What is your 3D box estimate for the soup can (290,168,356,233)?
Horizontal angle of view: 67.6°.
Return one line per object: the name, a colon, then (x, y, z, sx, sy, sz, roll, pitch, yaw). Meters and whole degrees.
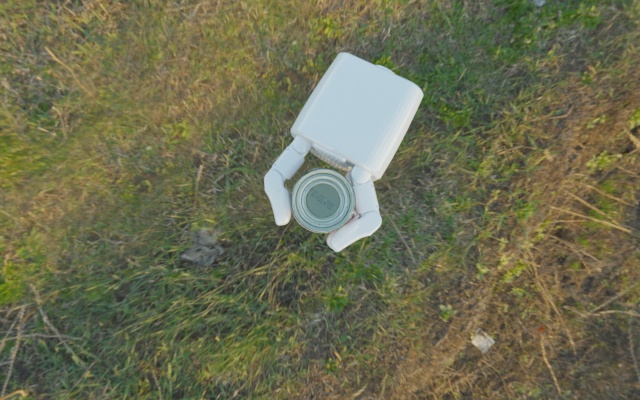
soup can: (0.000, 0.002, 0.529, 0.068, 0.068, 0.102, 0, -2, -4)
